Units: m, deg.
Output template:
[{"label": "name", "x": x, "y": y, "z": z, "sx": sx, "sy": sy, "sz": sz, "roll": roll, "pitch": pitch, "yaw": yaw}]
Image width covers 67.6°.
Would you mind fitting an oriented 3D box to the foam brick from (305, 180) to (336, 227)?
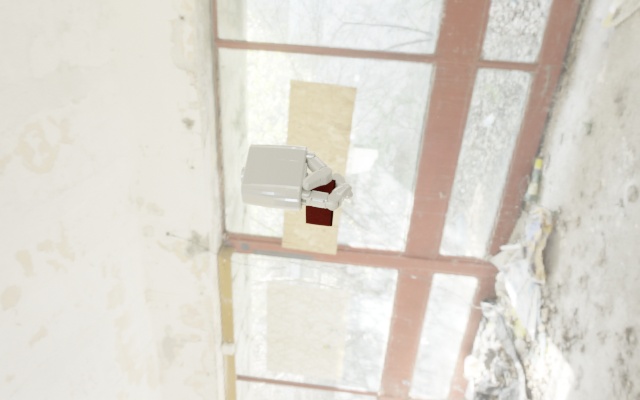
[{"label": "foam brick", "x": 0.000, "y": 0.003, "z": 0.890, "sx": 0.051, "sy": 0.053, "sz": 0.078, "roll": 5, "pitch": -43, "yaw": 3}]
